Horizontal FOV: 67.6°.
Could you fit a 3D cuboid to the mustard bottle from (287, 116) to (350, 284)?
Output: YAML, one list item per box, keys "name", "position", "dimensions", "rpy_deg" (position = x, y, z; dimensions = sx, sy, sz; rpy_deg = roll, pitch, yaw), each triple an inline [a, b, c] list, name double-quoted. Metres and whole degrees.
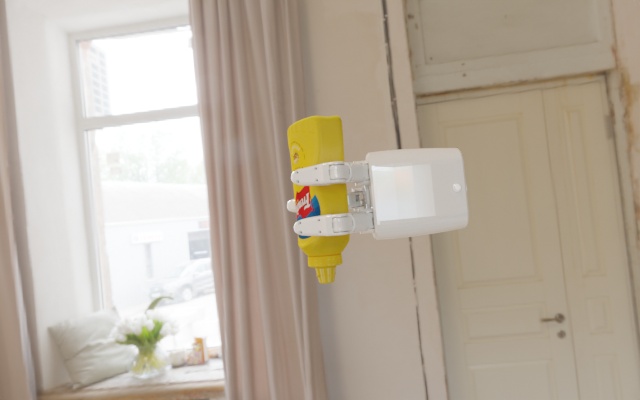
- name: "mustard bottle"
  position: [0.000, 0.002, 0.569]
  dimensions: [0.058, 0.191, 0.096]
  rpy_deg: [-5, -2, -24]
